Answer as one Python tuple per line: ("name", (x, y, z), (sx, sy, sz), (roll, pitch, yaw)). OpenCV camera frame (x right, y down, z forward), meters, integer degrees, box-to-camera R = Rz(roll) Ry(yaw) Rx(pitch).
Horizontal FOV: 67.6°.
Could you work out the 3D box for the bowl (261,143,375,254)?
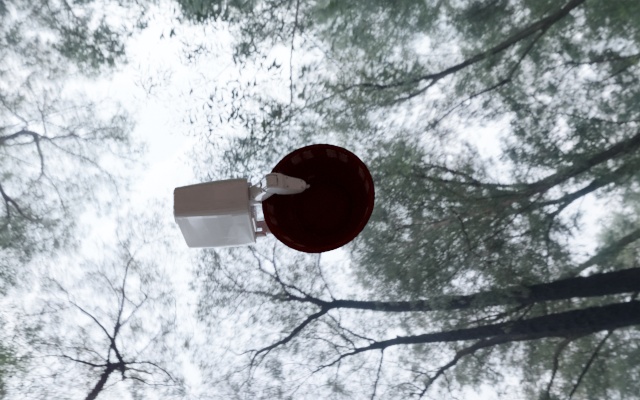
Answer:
("bowl", (0.001, 0.002, 0.684), (0.162, 0.162, 0.055), (0, -18, 13))
